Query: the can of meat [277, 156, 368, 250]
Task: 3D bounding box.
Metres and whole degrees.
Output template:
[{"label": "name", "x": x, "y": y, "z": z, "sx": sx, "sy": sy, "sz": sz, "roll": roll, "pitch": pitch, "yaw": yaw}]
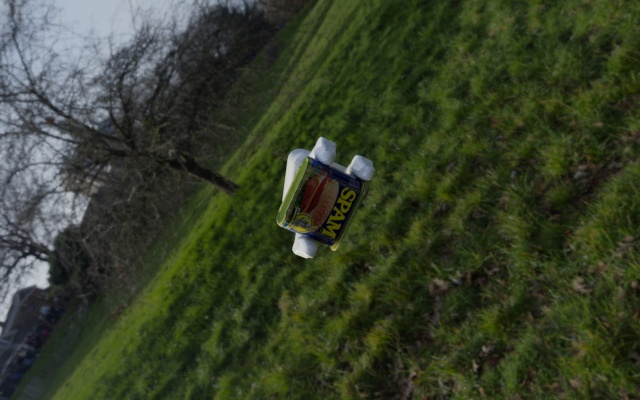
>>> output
[{"label": "can of meat", "x": 0.000, "y": 0.002, "z": 0.626, "sx": 0.084, "sy": 0.102, "sz": 0.057, "roll": 23, "pitch": 10, "yaw": -14}]
